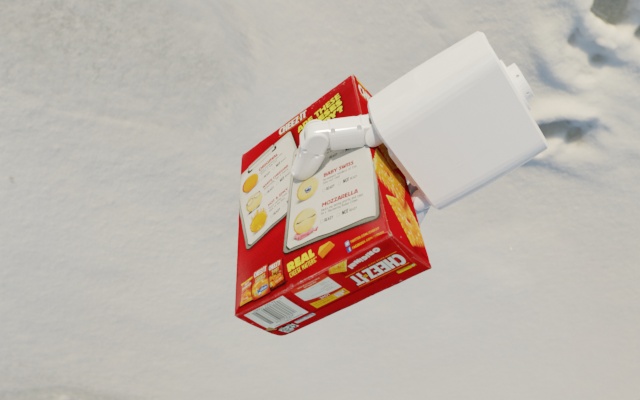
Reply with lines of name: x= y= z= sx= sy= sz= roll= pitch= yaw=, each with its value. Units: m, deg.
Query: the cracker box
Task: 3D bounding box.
cracker box: x=0.000 y=0.002 z=0.466 sx=0.164 sy=0.213 sz=0.072 roll=-31 pitch=-49 yaw=24
